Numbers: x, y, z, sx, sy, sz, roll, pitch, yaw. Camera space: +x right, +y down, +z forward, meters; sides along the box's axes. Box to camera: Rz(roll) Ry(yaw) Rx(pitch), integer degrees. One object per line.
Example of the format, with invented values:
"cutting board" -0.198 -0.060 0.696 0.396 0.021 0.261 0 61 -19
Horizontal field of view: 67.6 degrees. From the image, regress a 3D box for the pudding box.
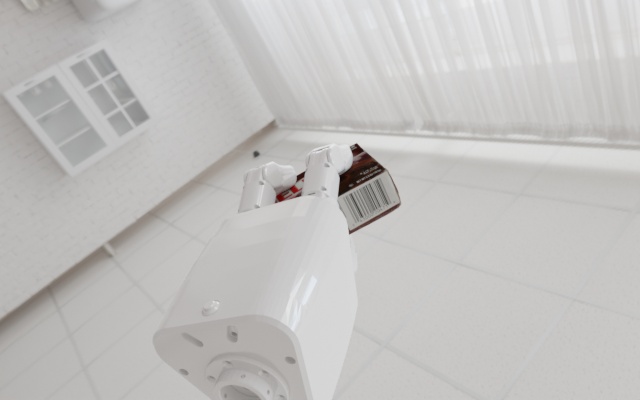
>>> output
"pudding box" 0.000 0.001 0.401 0.113 0.039 0.090 -27 24 -1
